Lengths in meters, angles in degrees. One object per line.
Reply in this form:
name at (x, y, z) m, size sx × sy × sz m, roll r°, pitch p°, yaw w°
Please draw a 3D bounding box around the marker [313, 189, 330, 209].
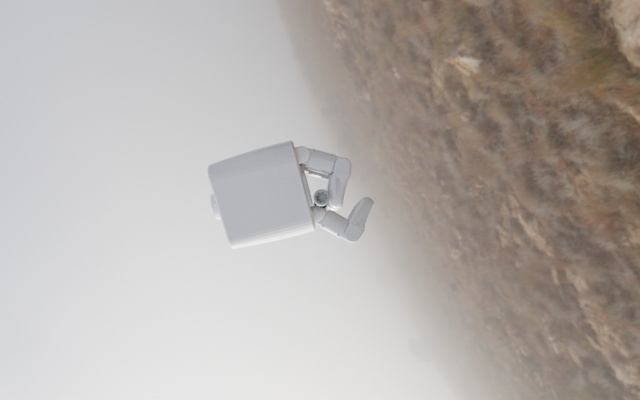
marker at (0.000, 0.002, 0.603) m, size 0.020 × 0.020 × 0.121 m, roll 0°, pitch -5°, yaw -1°
